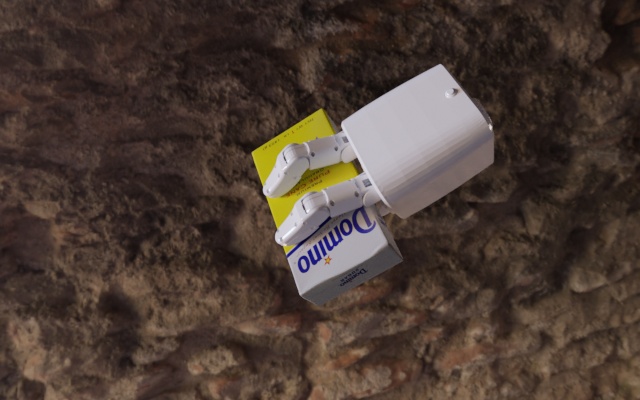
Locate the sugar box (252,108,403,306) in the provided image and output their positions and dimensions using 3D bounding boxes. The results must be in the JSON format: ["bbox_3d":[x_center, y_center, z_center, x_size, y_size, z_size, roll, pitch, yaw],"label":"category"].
[{"bbox_3d":[0.000,0.001,0.464,0.093,0.176,0.048,-31,-37,11],"label":"sugar box"}]
